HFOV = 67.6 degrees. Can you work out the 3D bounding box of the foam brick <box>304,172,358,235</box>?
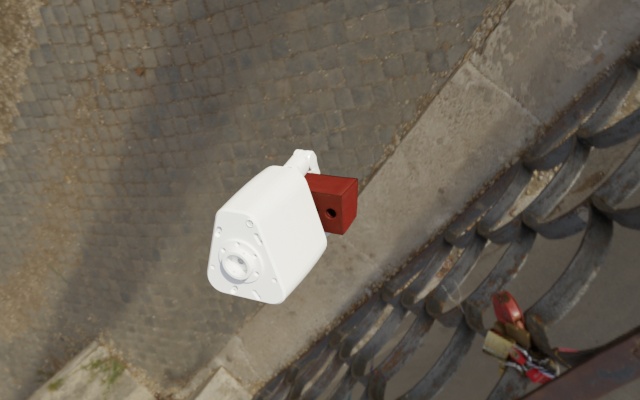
[{"bbox_3d":[0.000,0.002,0.565,0.078,0.053,0.051,8,28,20],"label":"foam brick"}]
